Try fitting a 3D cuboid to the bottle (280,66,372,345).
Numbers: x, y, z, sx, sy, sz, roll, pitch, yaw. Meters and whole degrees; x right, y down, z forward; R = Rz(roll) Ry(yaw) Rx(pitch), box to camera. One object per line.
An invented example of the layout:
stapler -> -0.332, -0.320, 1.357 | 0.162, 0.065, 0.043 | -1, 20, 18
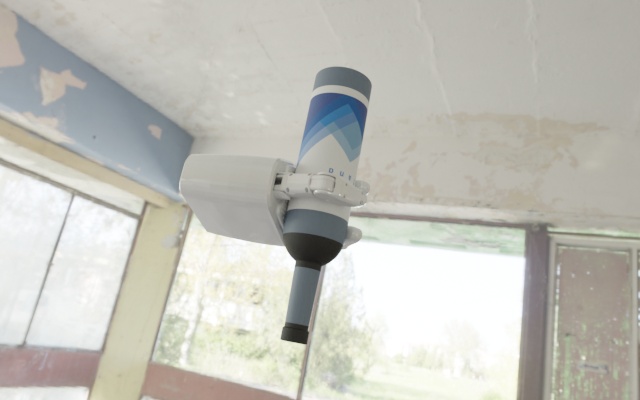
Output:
bottle -> 0.000, 0.001, 0.513 | 0.069, 0.295, 0.069 | 10, -16, 3
